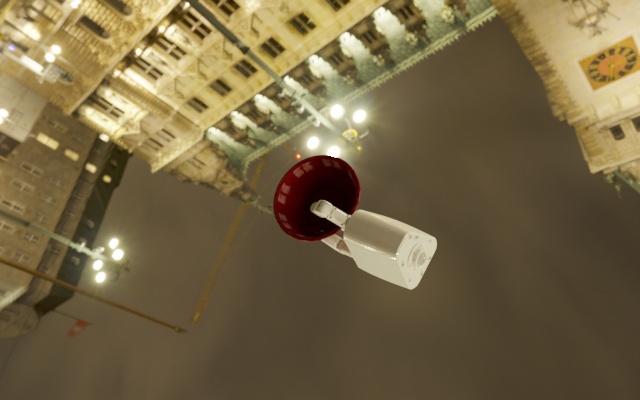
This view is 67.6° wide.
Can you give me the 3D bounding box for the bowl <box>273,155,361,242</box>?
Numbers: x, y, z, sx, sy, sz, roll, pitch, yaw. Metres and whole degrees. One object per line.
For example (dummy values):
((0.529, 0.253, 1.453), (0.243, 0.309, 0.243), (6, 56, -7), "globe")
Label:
((-0.001, 0.002, 0.844), (0.162, 0.162, 0.055), (0, -22, 23), "bowl")
